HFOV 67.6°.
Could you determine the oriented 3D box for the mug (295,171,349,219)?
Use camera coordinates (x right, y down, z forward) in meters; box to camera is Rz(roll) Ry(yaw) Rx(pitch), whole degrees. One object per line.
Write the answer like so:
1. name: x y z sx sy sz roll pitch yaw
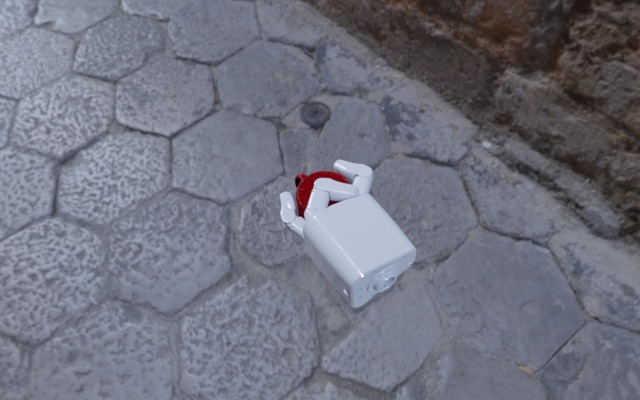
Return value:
1. mug: -0.001 0.001 0.715 0.093 0.117 0.082 -31 -31 -17
